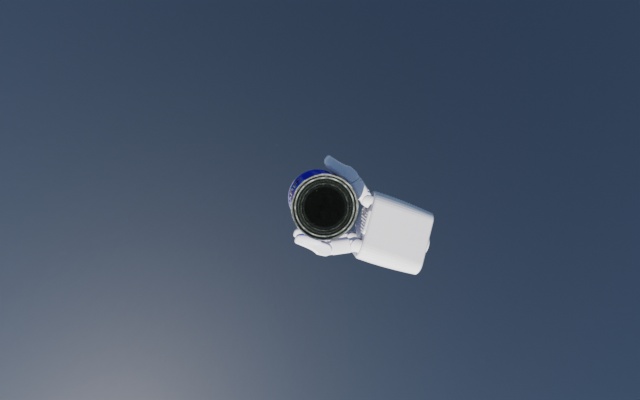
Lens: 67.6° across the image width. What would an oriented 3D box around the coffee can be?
[{"bbox_3d":[0.000,0.002,0.782,0.103,0.103,0.140,0,7,-5],"label":"coffee can"}]
